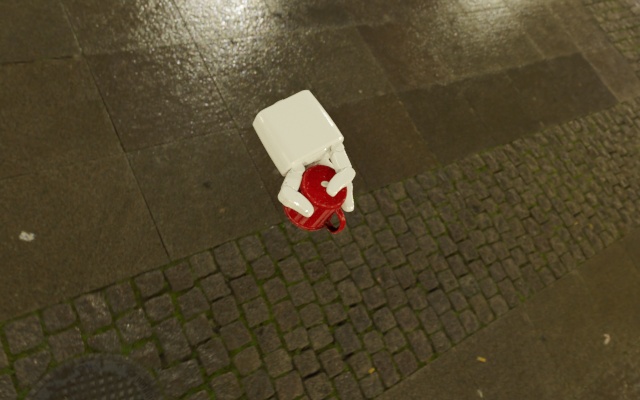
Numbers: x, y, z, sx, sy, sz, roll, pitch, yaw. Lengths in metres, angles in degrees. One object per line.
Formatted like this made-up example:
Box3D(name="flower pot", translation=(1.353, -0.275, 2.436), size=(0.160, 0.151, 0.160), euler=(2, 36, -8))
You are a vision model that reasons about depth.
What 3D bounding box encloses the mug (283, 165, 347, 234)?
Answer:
Box3D(name="mug", translation=(0.001, 0.004, 0.794), size=(0.093, 0.117, 0.081), euler=(-28, -11, -33))
